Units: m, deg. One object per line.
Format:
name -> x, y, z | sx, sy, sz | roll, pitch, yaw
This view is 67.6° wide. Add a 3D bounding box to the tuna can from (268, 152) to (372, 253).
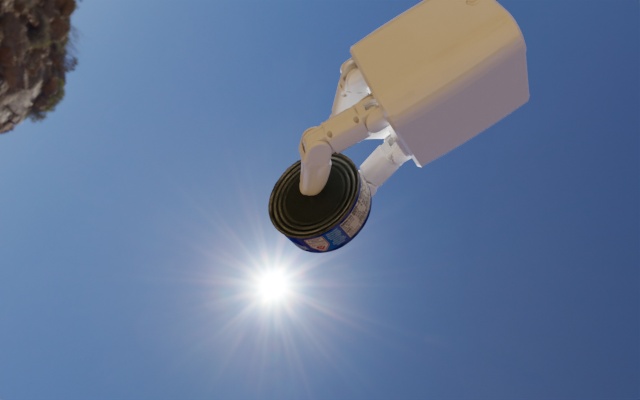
tuna can -> 0.000, 0.002, 0.413 | 0.086, 0.086, 0.034 | 0, -31, 31
